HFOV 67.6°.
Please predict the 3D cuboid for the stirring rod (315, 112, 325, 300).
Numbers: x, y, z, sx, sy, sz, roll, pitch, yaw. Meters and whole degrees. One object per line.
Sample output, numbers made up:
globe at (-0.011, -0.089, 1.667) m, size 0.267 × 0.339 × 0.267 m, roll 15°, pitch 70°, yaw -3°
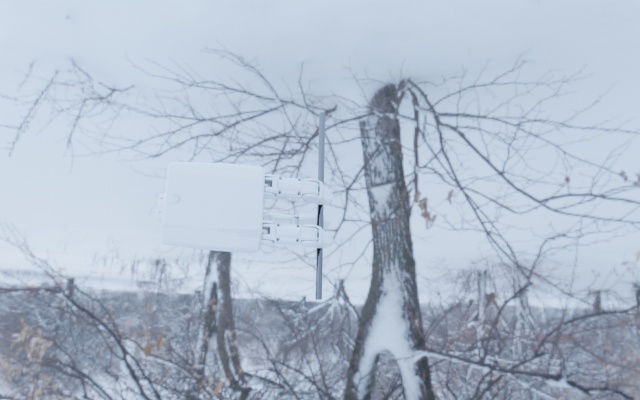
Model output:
stirring rod at (0.000, 0.002, 0.600) m, size 0.011 × 0.239 × 0.011 m, roll 1°, pitch -14°, yaw 0°
